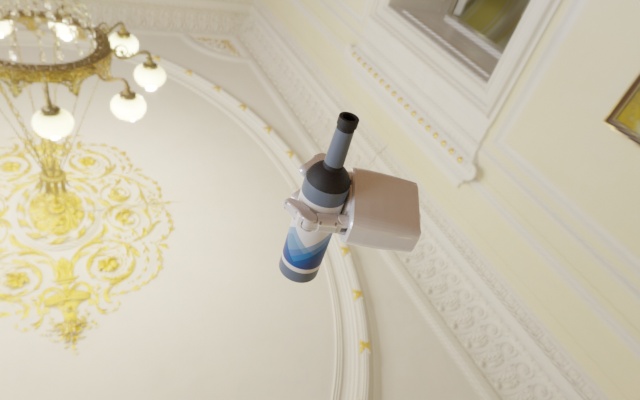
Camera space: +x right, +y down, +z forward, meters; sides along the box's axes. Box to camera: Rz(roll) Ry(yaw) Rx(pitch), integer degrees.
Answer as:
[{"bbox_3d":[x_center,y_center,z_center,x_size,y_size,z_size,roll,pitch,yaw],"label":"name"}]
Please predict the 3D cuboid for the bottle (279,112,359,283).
[{"bbox_3d":[0.000,0.002,0.704,0.069,0.296,0.069,11,39,-9],"label":"bottle"}]
